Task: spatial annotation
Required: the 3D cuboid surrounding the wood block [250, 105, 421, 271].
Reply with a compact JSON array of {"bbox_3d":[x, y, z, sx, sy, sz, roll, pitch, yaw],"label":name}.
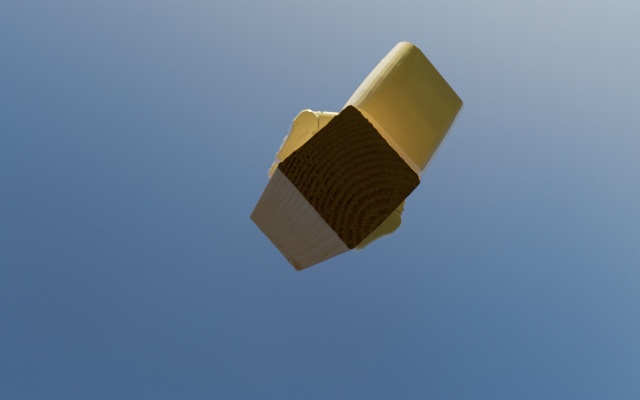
[{"bbox_3d":[0.001,0.002,0.478,0.090,0.091,0.206,-42,0,-19],"label":"wood block"}]
